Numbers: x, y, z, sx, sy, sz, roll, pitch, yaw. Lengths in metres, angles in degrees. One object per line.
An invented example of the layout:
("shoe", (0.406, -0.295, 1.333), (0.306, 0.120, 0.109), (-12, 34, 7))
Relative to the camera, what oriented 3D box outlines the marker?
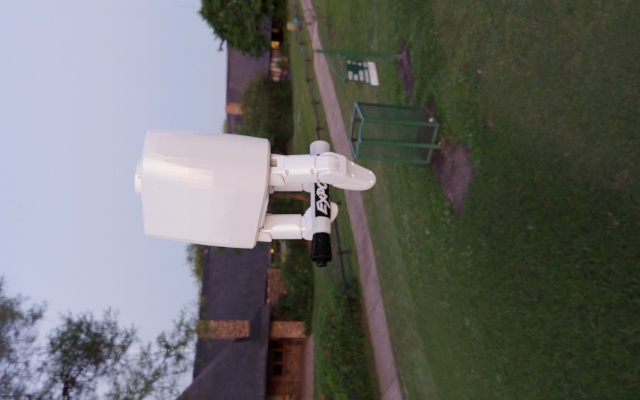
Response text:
("marker", (0.000, 0.001, 0.431), (0.020, 0.121, 0.020), (-1, -26, 0))
